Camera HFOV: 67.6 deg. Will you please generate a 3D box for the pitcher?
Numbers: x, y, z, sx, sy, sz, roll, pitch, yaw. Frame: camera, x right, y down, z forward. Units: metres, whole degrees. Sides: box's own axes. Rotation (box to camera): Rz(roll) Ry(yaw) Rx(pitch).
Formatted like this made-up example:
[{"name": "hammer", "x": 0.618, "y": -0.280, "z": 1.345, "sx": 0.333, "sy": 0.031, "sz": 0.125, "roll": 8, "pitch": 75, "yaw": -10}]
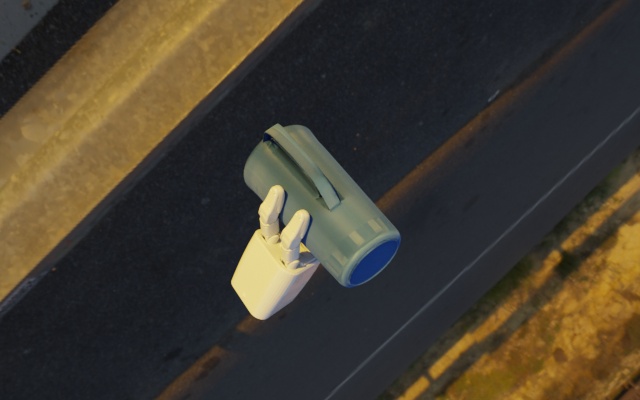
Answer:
[{"name": "pitcher", "x": 0.000, "y": 0.002, "z": 0.698, "sx": 0.149, "sy": 0.145, "sz": 0.242, "roll": -3, "pitch": 42, "yaw": -49}]
